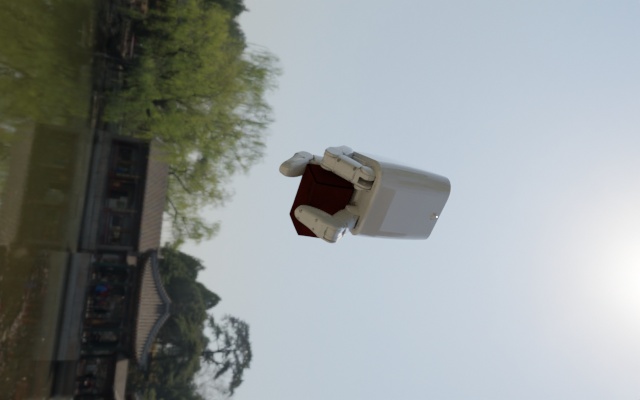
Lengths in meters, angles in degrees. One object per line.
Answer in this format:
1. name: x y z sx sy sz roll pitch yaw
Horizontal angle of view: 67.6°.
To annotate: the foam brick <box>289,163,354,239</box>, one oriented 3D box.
1. foam brick: 0.000 0.002 0.595 0.051 0.078 0.053 9 29 -22
